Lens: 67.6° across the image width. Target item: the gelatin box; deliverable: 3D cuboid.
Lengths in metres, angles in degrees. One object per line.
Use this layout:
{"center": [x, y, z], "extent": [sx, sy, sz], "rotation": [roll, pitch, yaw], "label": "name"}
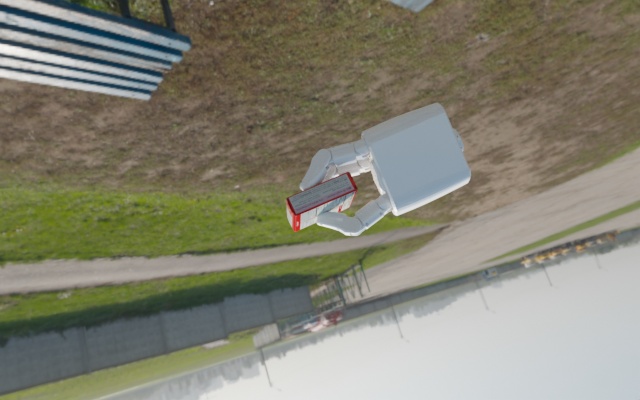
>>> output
{"center": [0.000, 0.003, 0.623], "extent": [0.089, 0.030, 0.073], "rotation": [-24, -15, -11], "label": "gelatin box"}
